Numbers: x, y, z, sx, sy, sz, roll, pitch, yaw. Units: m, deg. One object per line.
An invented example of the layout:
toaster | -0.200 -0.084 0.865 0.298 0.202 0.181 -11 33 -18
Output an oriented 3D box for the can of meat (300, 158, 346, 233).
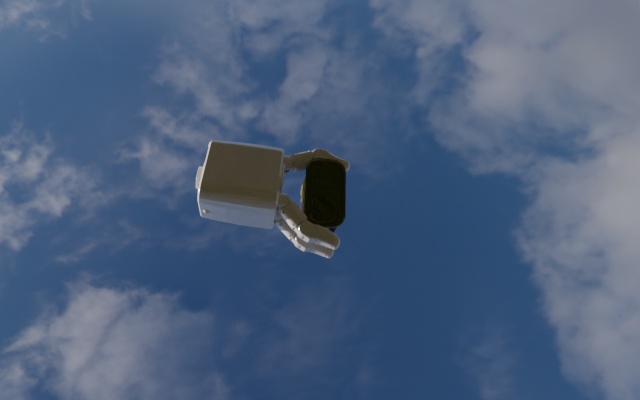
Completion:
can of meat | 0.000 0.002 0.697 0.057 0.102 0.084 5 -21 -9
